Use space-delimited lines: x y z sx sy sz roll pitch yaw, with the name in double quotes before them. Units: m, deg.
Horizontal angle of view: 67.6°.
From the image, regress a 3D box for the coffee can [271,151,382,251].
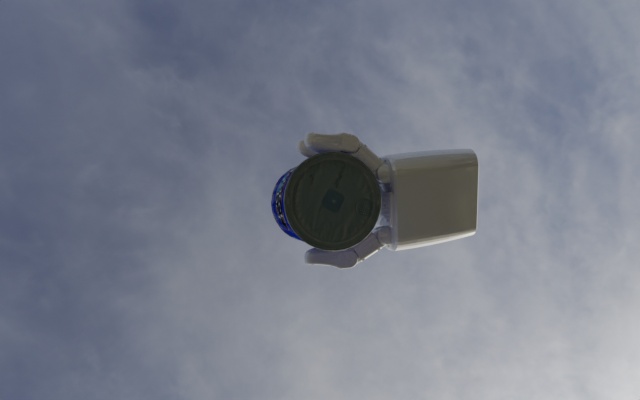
"coffee can" 0.000 0.002 0.555 0.103 0.103 0.140 0 -1 -11
